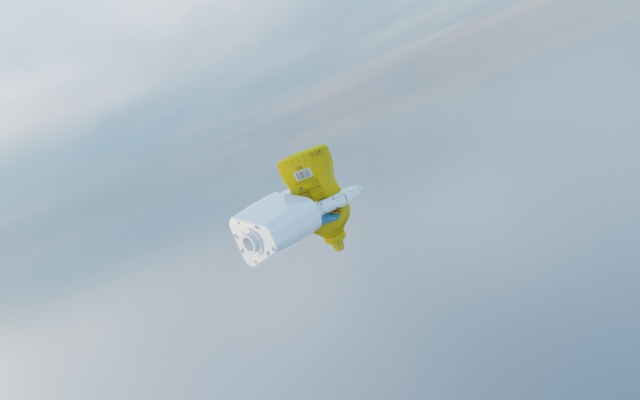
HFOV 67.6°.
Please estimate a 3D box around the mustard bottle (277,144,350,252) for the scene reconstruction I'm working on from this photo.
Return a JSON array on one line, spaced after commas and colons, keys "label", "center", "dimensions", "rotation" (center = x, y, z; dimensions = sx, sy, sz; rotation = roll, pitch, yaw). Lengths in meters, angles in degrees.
[{"label": "mustard bottle", "center": [0.000, 0.002, 0.855], "dimensions": [0.096, 0.191, 0.058], "rotation": [-18, 10, 22]}]
